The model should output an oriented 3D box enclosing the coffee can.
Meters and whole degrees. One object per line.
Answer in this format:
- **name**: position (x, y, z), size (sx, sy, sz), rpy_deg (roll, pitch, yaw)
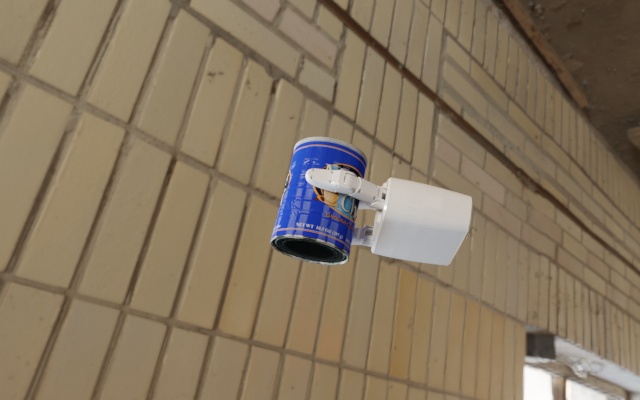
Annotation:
- **coffee can**: position (0.000, 0.002, 0.628), size (0.103, 0.140, 0.103), rpy_deg (11, -22, 4)
